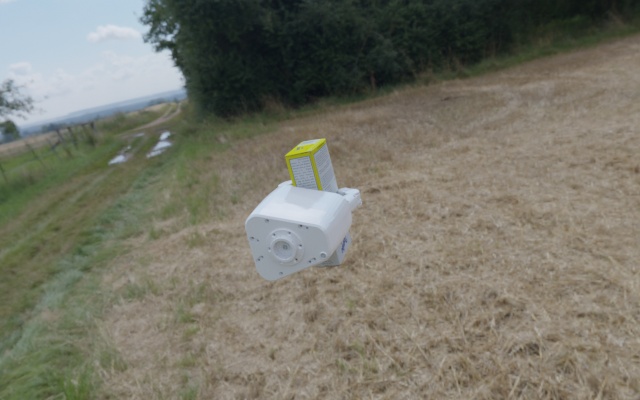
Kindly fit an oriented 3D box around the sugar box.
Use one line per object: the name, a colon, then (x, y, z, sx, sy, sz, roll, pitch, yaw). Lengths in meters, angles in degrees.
sugar box: (0.000, 0.002, 0.716, 0.048, 0.176, 0.093, -7, 17, 18)
